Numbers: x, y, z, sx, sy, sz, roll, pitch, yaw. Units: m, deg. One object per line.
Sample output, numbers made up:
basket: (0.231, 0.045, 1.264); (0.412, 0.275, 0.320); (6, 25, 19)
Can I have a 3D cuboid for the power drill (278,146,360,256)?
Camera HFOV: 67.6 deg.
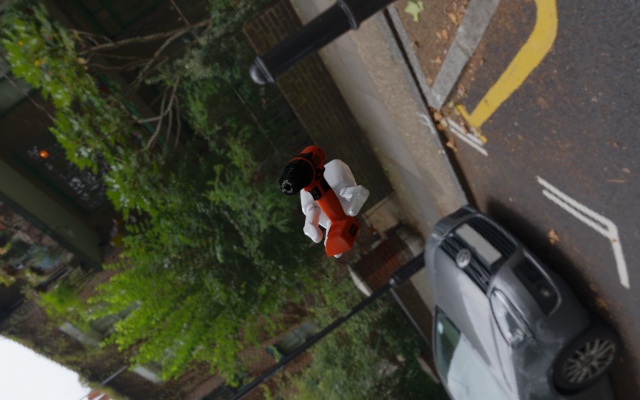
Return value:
power drill: (0.000, 0.003, 0.860); (0.057, 0.188, 0.184); (-21, 15, 23)
